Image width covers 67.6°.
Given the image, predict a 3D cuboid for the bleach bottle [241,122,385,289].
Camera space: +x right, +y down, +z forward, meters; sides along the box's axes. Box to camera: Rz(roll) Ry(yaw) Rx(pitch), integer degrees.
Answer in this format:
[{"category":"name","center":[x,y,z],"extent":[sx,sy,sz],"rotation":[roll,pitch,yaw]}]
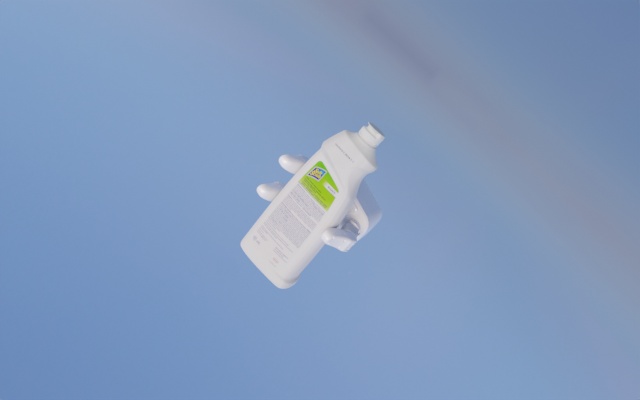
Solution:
[{"category":"bleach bottle","center":[0.000,0.002,0.655],"extent":[0.102,0.251,0.068],"rotation":[45,20,9]}]
